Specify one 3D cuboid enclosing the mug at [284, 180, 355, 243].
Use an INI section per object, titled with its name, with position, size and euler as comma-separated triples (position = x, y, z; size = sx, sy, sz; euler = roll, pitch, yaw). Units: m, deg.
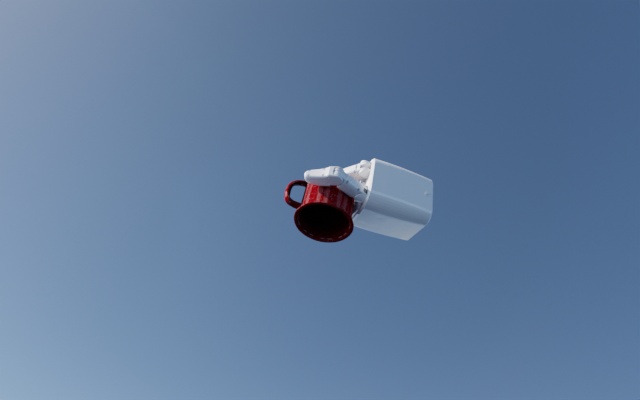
[mug]
position = -0.001, 0.002, 0.752
size = 0.117, 0.081, 0.093
euler = 19, -43, -6
